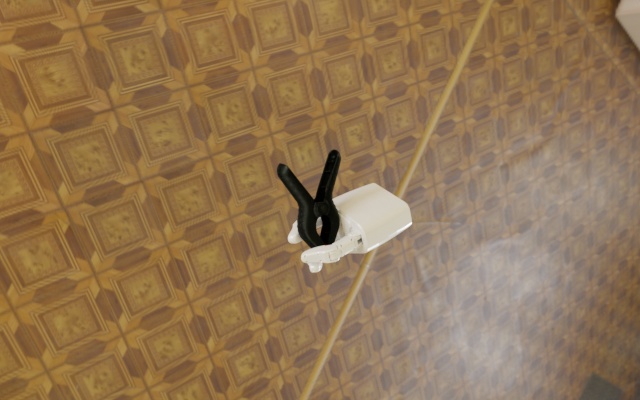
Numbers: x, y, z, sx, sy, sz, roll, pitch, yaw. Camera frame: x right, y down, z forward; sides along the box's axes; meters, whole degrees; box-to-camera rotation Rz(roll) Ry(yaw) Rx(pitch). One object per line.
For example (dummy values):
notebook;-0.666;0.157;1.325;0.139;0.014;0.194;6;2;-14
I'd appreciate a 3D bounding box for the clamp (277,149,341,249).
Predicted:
clamp;0.000;0.003;0.767;0.120;0.171;0.039;-26;24;-28
